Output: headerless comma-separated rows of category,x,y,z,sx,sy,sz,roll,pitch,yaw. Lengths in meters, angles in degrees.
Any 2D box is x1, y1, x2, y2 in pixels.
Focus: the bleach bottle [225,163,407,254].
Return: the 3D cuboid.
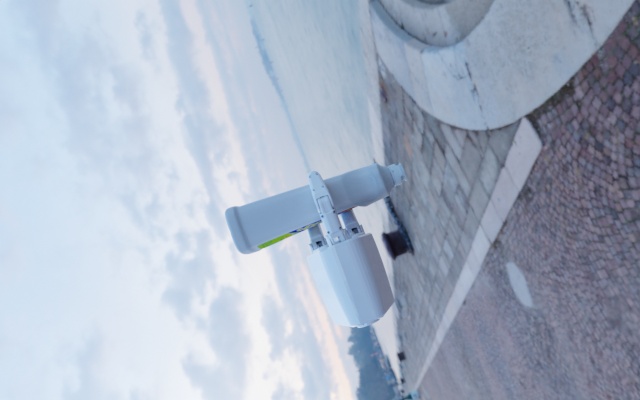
bleach bottle,0.000,0.002,0.671,0.251,0.068,0.102,-21,-7,0
